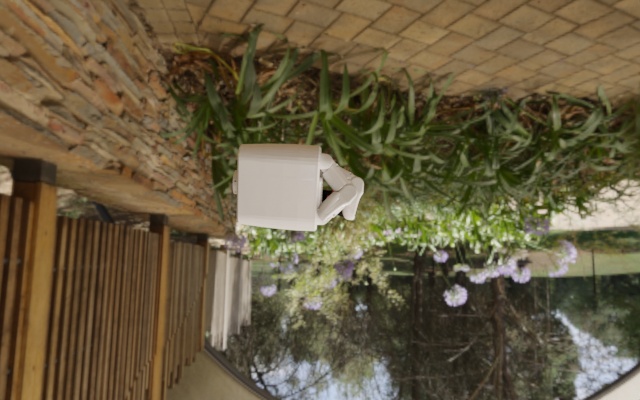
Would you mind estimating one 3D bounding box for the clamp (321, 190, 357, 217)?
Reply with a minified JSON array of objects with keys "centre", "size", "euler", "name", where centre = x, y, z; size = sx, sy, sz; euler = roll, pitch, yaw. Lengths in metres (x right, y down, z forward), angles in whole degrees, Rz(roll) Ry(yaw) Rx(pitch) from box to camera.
[{"centre":[0.000,0.003,0.744],"size":[0.120,0.039,0.171],"euler":[6,-8,2],"name":"clamp"}]
